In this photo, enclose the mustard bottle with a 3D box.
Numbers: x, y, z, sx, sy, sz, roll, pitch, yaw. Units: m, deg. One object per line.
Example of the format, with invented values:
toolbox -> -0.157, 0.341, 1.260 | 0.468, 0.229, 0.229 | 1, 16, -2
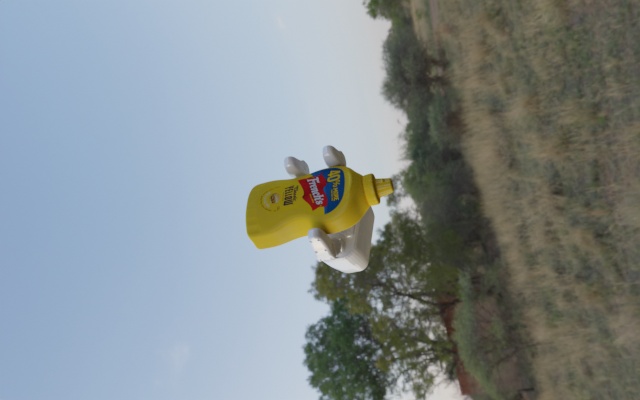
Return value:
mustard bottle -> 0.000, 0.002, 0.622 | 0.191, 0.096, 0.058 | -13, -46, 15
